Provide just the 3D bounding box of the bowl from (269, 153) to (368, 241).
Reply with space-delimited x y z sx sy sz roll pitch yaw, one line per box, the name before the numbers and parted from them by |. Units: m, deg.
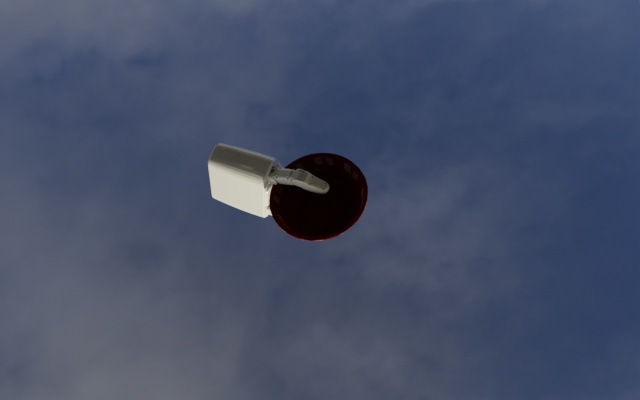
bowl | 0.001 0.003 0.787 0.162 0.162 0.055 0 -28 12
